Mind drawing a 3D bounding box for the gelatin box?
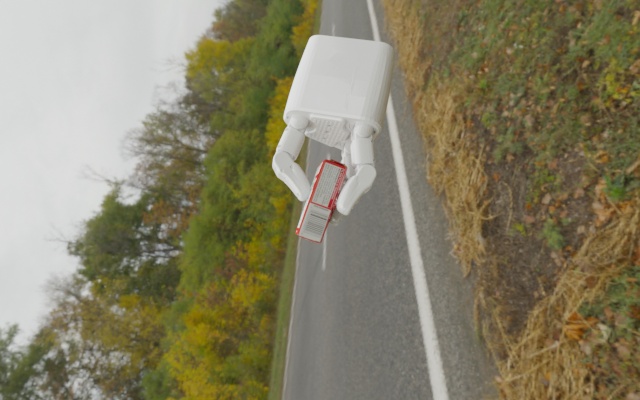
[{"bbox_3d":[0.000,0.002,0.537,0.030,0.089,0.073,20,-4,-4],"label":"gelatin box"}]
